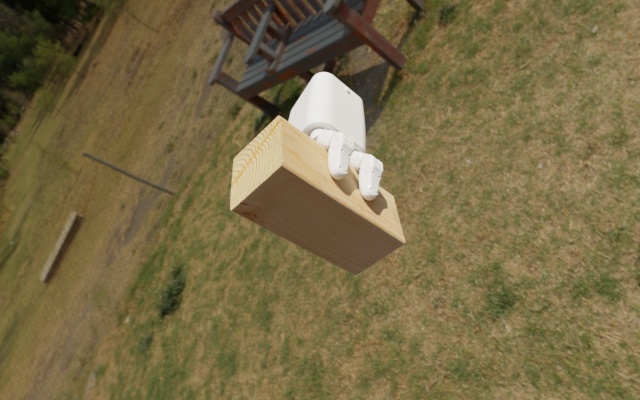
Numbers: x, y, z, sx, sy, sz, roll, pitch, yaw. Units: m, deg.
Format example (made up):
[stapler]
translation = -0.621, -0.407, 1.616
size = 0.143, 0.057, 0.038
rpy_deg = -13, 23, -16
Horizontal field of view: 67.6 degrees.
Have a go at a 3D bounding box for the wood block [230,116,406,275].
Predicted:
[wood block]
translation = 0.000, 0.002, 0.591
size = 0.206, 0.090, 0.091
rpy_deg = 31, -55, -33
